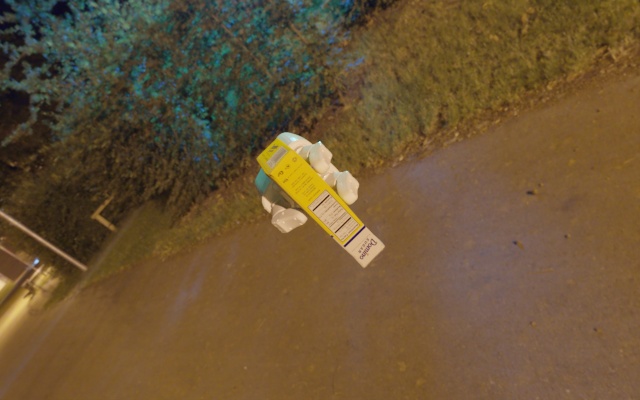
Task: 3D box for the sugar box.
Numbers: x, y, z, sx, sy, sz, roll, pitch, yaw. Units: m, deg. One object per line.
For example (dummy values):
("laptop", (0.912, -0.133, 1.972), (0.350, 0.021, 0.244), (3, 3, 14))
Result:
("sugar box", (0.000, 0.001, 0.604), (0.176, 0.048, 0.093), (43, 2, -23))
